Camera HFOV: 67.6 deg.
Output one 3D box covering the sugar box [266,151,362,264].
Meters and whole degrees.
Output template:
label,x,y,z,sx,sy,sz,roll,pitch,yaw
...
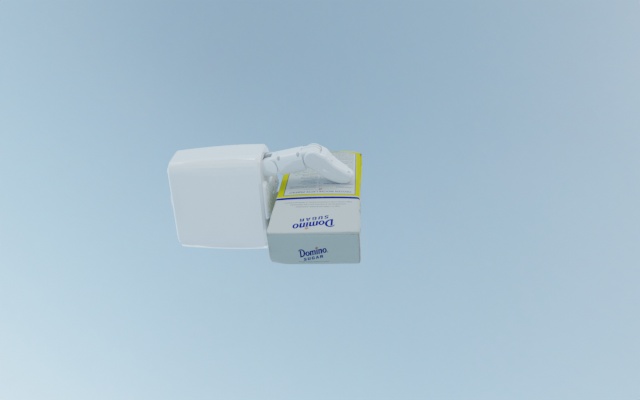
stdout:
label,x,y,z,sx,sy,sz,roll,pitch,yaw
sugar box,0.000,0.002,0.538,0.093,0.048,0.176,-1,34,6
